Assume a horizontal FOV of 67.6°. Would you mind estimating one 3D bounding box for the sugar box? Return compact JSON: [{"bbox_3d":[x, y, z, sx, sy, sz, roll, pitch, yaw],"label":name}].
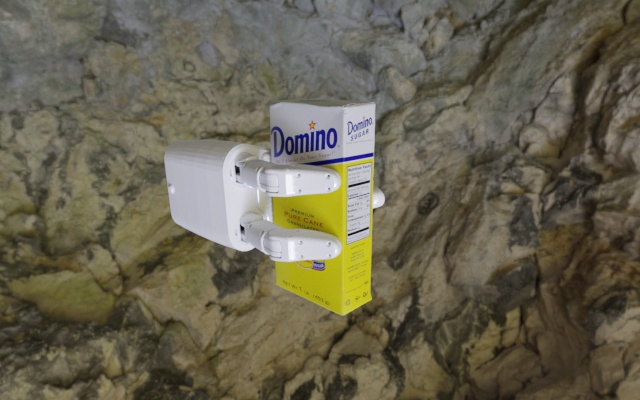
[{"bbox_3d":[0.000,0.002,0.421,0.093,0.176,0.048,13,23,43],"label":"sugar box"}]
